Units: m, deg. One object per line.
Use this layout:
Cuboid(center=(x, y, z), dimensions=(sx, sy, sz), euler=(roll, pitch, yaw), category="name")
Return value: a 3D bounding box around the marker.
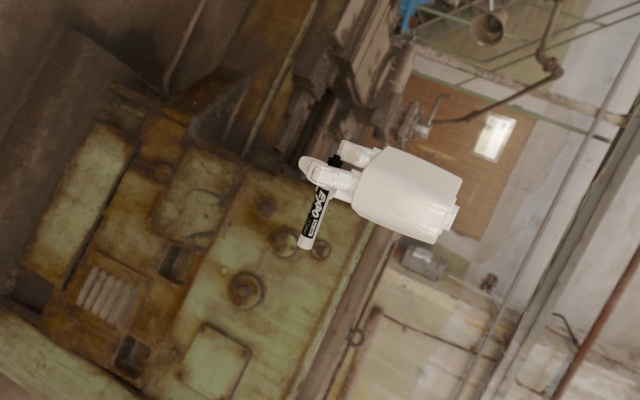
Cuboid(center=(0.000, 0.002, 0.575), dimensions=(0.020, 0.121, 0.020), euler=(19, 14, -5), category="marker")
